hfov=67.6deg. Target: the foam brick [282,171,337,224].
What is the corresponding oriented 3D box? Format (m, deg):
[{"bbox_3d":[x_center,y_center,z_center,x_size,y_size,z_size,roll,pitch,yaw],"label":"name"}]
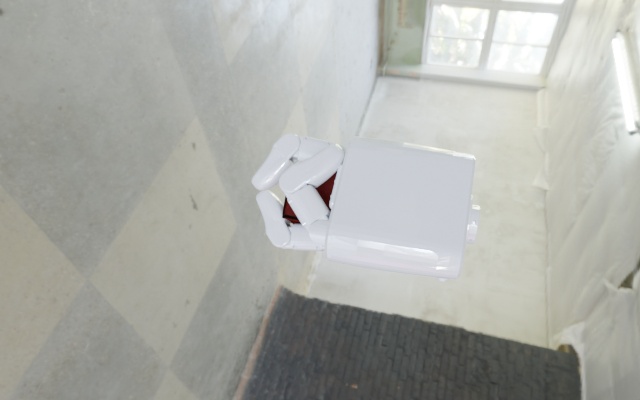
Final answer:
[{"bbox_3d":[0.000,0.001,0.472,0.051,0.053,0.078,8,-8,13],"label":"foam brick"}]
